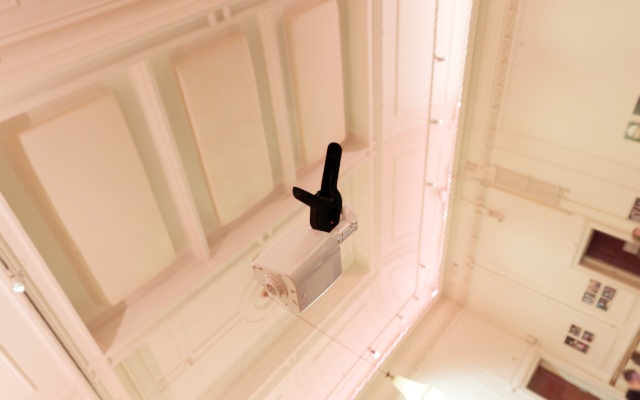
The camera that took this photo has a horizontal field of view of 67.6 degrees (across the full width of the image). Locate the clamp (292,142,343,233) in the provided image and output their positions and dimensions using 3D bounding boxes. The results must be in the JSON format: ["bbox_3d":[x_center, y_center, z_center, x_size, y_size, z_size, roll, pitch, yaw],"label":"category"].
[{"bbox_3d":[0.000,0.002,0.774,0.039,0.172,0.120,24,48,32],"label":"clamp"}]
